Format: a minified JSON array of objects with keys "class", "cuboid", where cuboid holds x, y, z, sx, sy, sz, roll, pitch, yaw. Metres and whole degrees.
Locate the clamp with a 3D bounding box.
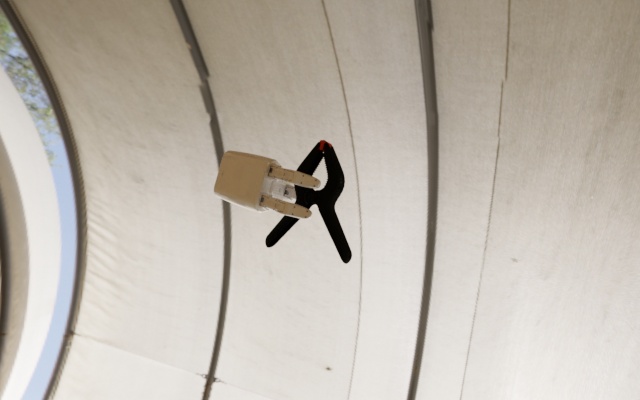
[{"class":"clamp","cuboid":[0.000,0.002,0.828,0.164,0.210,0.036,16,0,24]}]
